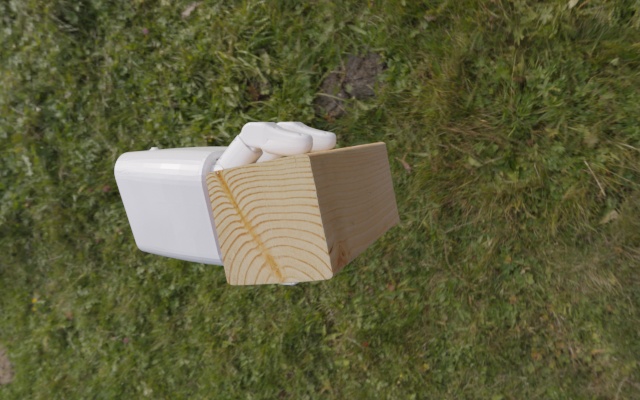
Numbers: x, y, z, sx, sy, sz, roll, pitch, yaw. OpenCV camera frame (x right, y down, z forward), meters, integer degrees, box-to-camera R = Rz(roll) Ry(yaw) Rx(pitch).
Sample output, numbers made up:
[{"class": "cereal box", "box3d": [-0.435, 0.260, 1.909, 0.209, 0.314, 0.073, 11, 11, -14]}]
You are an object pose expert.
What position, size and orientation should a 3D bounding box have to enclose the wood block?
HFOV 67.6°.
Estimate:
[{"class": "wood block", "box3d": [0.000, 0.002, 0.437, 0.090, 0.091, 0.206, -8, 6, 23]}]
